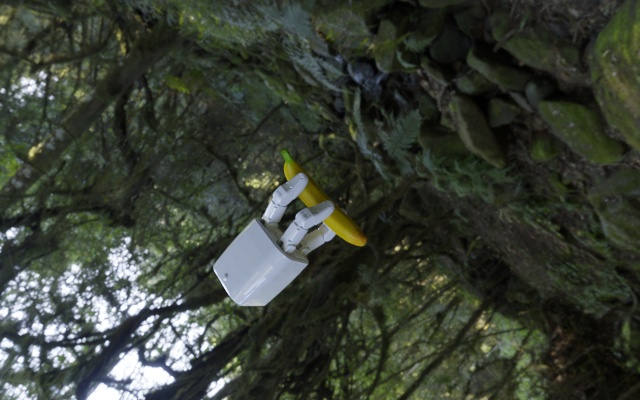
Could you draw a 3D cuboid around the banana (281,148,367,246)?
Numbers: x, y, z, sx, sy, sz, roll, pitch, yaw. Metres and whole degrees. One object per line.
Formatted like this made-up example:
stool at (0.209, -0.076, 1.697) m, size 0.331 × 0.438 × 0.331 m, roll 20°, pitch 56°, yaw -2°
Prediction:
banana at (0.000, 0.004, 0.758) m, size 0.037 × 0.197 × 0.070 m, roll -42°, pitch -13°, yaw -3°
